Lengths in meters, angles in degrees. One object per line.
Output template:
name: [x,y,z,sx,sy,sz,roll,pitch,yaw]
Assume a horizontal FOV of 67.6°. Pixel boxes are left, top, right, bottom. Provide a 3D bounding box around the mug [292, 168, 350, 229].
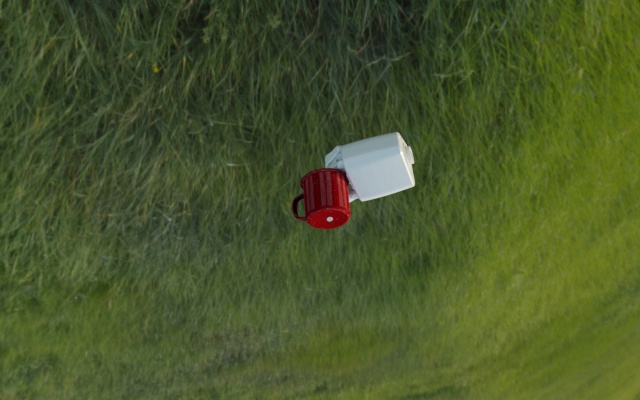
mug: [-0.001,0.003,0.875,0.117,0.081,0.093,-16,-32,18]
